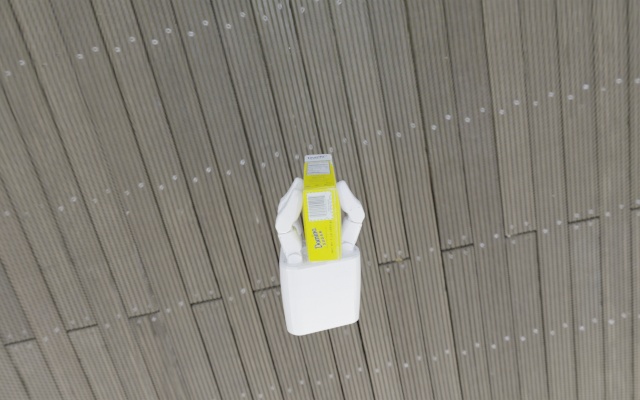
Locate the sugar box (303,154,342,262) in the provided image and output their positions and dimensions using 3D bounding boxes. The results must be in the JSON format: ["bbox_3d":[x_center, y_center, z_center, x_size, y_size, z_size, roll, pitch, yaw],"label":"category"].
[{"bbox_3d":[0.000,0.002,0.633,0.048,0.093,0.176,-4,17,-2],"label":"sugar box"}]
